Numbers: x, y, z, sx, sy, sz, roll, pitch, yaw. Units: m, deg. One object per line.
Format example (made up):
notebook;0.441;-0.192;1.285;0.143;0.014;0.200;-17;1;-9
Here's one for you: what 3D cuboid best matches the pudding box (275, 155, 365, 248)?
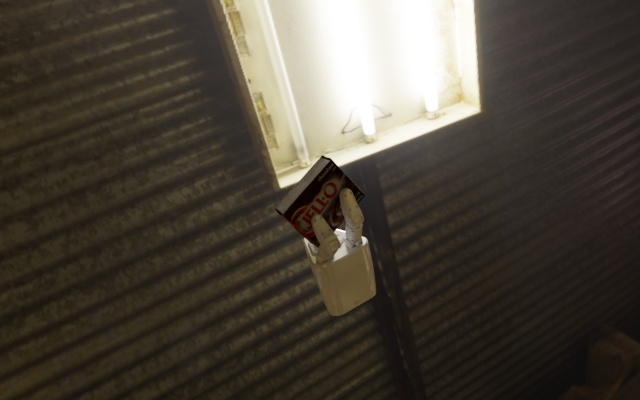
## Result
pudding box;0.000;0.002;0.726;0.090;0.113;0.039;44;-8;-34
